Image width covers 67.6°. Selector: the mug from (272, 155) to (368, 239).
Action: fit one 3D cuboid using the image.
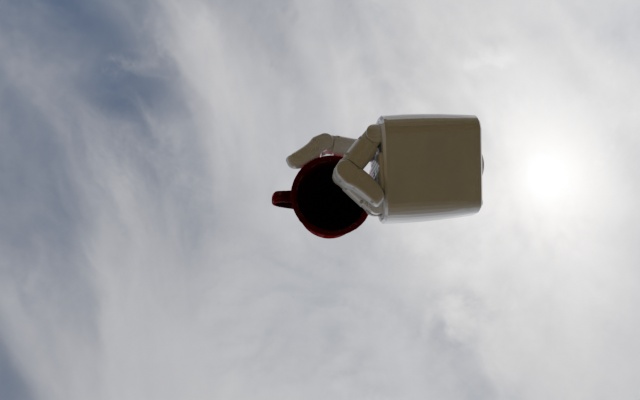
[{"bbox_3d":[-0.001,0.002,0.574,0.117,0.093,0.081,-1,-11,-2],"label":"mug"}]
